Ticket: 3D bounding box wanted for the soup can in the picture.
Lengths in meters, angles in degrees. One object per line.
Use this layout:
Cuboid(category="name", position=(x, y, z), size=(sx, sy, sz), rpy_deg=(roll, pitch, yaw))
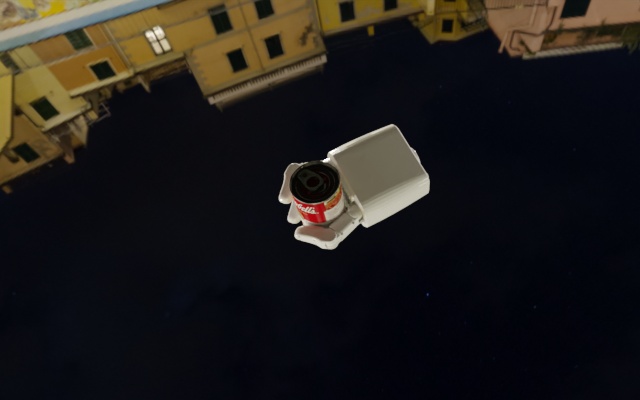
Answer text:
Cuboid(category="soup can", position=(0.000, 0.003, 0.661), size=(0.068, 0.068, 0.102), rpy_deg=(0, -32, 11))
